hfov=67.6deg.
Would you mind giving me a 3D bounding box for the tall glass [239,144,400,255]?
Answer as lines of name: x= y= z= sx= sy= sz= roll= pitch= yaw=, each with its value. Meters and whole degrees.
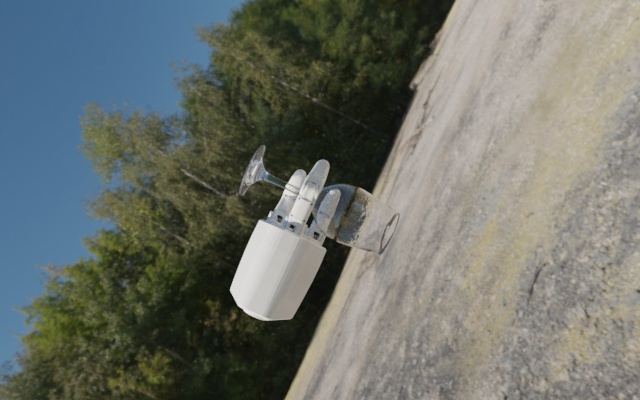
tall glass: x=0.000 y=0.002 z=0.627 sx=0.201 sy=0.079 sz=0.079 roll=25 pitch=0 yaw=1
